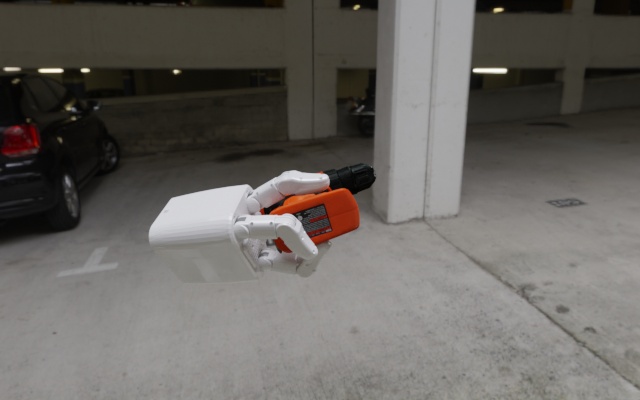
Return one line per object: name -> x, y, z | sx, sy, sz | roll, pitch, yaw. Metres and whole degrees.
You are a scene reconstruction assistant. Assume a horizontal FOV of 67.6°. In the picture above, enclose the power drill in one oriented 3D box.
power drill -> 0.000, 0.002, 0.636 | 0.184, 0.057, 0.187 | -20, 11, -1
